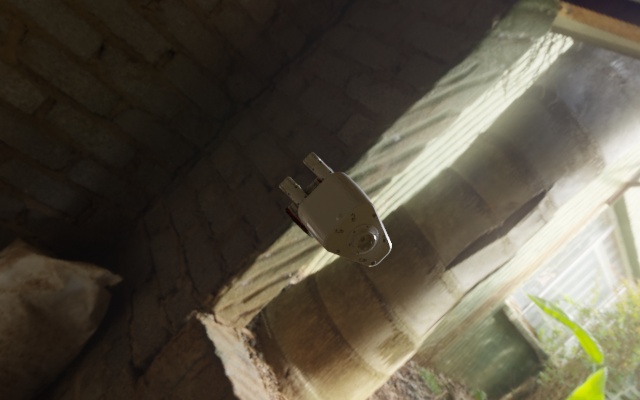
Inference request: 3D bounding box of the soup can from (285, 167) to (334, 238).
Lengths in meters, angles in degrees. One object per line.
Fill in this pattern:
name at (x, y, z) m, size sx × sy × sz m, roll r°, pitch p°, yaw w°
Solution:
soup can at (0.000, 0.002, 0.787) m, size 0.068 × 0.102 × 0.068 m, roll 45°, pitch 3°, yaw -3°
